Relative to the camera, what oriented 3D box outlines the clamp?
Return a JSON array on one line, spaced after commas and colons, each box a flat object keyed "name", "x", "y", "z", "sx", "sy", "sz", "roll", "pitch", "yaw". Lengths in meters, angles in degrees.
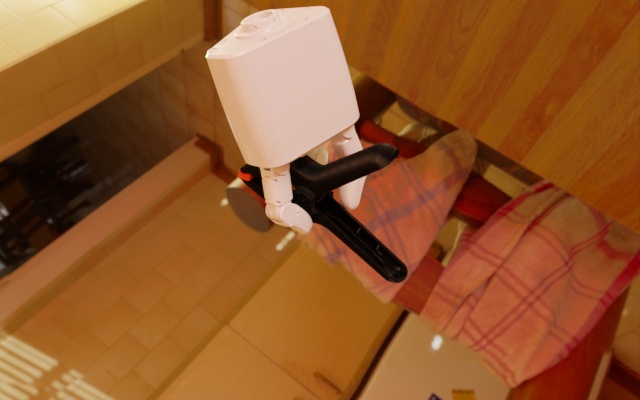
[{"name": "clamp", "x": -0.001, "y": 0.002, "z": 0.493, "sx": 0.210, "sy": 0.165, "sz": 0.036, "roll": 14, "pitch": 45, "yaw": 38}]
